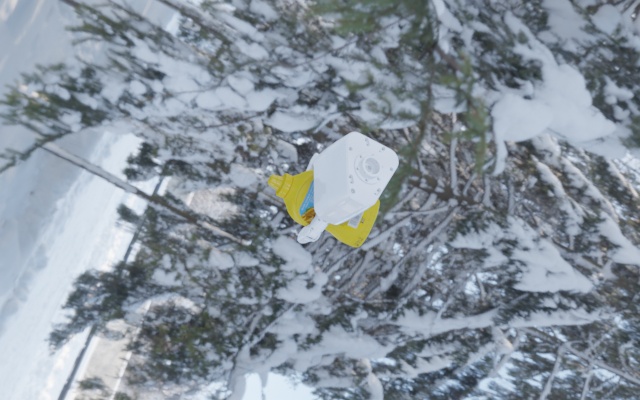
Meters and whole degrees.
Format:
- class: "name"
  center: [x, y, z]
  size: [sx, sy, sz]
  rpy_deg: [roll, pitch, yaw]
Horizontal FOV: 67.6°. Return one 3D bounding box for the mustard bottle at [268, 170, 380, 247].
- class: "mustard bottle"
  center: [0.000, 0.003, 0.811]
  size: [0.192, 0.096, 0.058]
  rpy_deg: [24, 1, -18]
